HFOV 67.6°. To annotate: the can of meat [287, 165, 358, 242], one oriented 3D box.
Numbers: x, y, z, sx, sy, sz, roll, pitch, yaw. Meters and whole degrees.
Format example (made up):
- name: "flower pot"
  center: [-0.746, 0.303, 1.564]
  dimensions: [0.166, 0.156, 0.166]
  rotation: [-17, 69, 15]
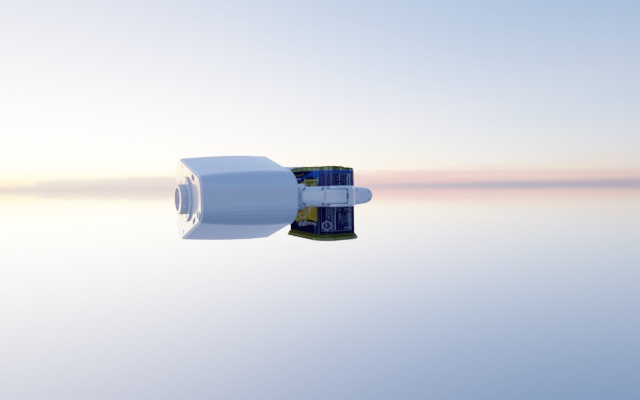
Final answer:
- name: "can of meat"
  center: [0.000, 0.002, 0.573]
  dimensions: [0.057, 0.084, 0.102]
  rotation: [-2, 2, -27]
